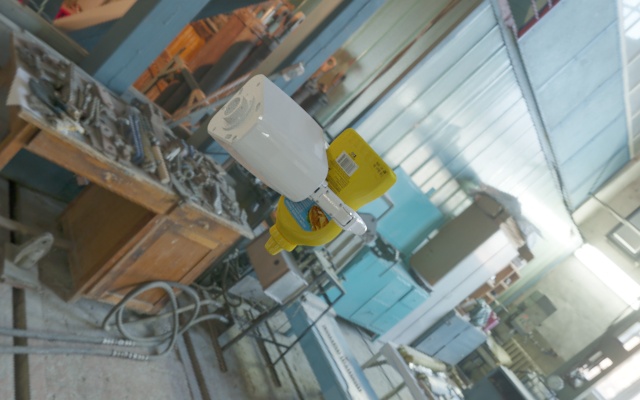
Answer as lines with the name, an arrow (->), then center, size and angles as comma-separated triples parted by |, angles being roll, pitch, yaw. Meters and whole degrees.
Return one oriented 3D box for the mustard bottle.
mustard bottle -> 0.000, 0.002, 0.621 | 0.191, 0.096, 0.058 | -43, -30, 9
